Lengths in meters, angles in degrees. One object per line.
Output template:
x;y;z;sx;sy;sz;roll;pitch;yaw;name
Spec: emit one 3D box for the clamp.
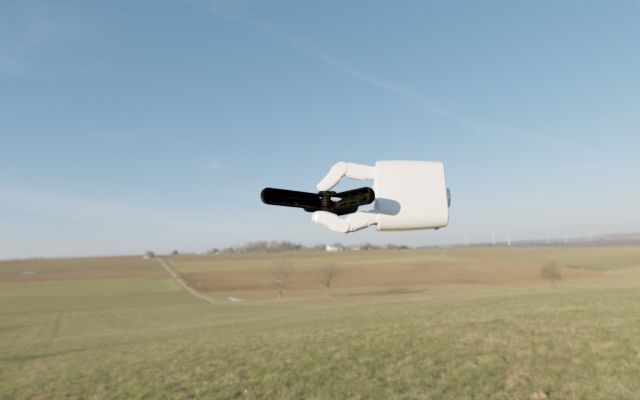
0.000;0.002;0.760;0.164;0.036;0.210;2;-6;4;clamp
